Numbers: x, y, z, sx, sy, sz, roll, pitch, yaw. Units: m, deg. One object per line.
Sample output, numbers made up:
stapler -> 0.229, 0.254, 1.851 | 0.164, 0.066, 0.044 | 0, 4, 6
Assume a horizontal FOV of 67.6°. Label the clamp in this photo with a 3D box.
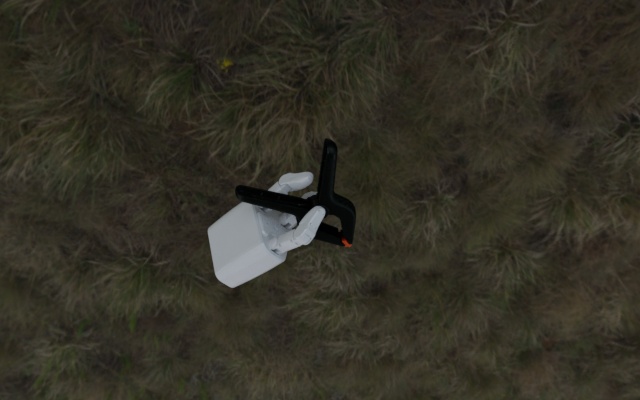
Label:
clamp -> 0.000, 0.003, 0.722 | 0.164, 0.036, 0.210 | -31, -49, 23
